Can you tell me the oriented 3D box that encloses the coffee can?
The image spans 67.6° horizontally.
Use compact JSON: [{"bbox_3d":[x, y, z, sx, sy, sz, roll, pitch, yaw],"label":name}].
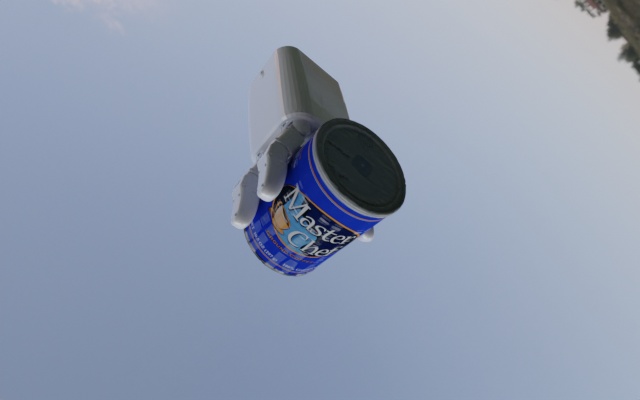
[{"bbox_3d":[0.000,0.002,0.474,0.103,0.102,0.140,0,-29,-40],"label":"coffee can"}]
